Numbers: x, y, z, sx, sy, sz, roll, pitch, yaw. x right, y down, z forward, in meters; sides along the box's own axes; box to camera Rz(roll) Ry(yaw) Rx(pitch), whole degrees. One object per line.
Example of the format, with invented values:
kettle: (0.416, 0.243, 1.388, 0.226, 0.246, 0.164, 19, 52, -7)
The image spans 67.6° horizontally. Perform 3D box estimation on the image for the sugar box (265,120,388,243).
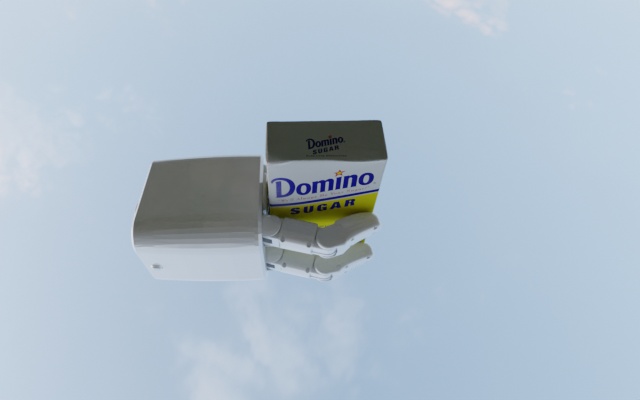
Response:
sugar box: (0.000, 0.002, 0.431, 0.093, 0.048, 0.176, -2, -30, -4)
